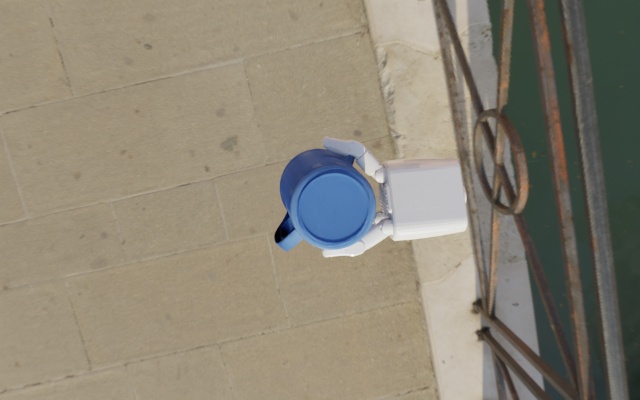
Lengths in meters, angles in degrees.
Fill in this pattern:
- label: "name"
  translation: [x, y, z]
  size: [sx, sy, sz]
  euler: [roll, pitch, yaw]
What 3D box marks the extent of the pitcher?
- label: "pitcher"
  translation: [0.000, 0.002, 0.698]
  size: [0.145, 0.149, 0.243]
  euler: [-3, 8, -4]
